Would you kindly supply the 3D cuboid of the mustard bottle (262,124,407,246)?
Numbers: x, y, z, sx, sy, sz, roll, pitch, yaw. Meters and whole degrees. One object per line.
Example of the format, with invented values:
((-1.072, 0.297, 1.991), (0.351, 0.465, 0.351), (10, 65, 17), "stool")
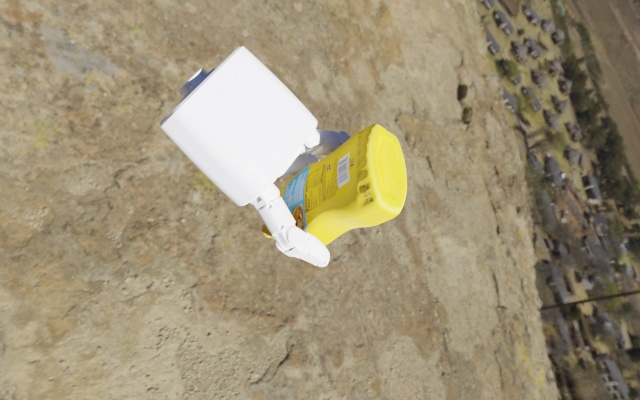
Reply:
((0.001, 0.002, 0.505), (0.058, 0.096, 0.192), (25, -38, -35), "mustard bottle")
